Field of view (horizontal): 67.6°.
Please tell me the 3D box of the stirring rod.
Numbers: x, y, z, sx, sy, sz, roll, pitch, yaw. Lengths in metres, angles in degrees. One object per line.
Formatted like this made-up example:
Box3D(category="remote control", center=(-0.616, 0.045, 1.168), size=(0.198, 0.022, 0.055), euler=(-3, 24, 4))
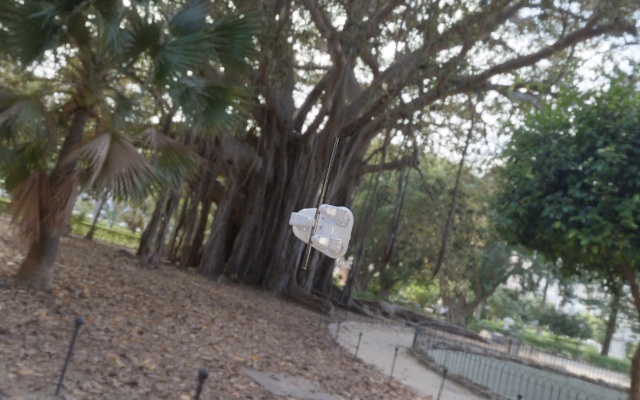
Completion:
Box3D(category="stirring rod", center=(0.000, 0.003, 0.844), size=(0.011, 0.239, 0.011), euler=(14, -7, 2))
